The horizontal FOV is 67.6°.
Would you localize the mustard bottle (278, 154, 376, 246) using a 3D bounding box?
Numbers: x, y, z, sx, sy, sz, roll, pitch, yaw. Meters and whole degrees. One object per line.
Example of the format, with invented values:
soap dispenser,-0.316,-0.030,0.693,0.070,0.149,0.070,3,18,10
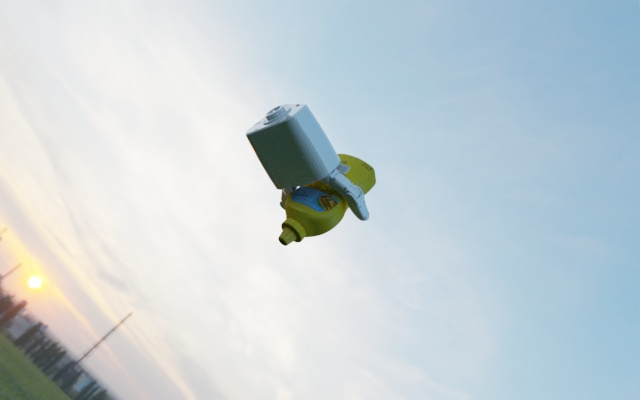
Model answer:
mustard bottle,0.000,0.003,0.761,0.096,0.058,0.191,23,53,32
